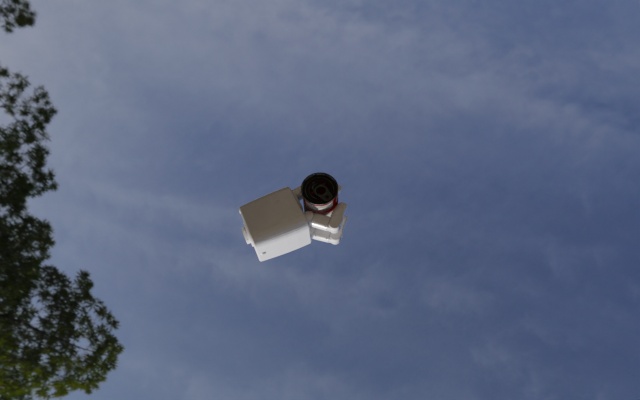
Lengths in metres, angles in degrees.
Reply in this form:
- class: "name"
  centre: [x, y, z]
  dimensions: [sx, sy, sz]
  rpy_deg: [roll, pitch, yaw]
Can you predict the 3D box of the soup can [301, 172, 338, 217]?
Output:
- class: "soup can"
  centre: [0.001, 0.003, 0.900]
  dimensions: [0.068, 0.068, 0.102]
  rpy_deg: [0, -29, 3]
